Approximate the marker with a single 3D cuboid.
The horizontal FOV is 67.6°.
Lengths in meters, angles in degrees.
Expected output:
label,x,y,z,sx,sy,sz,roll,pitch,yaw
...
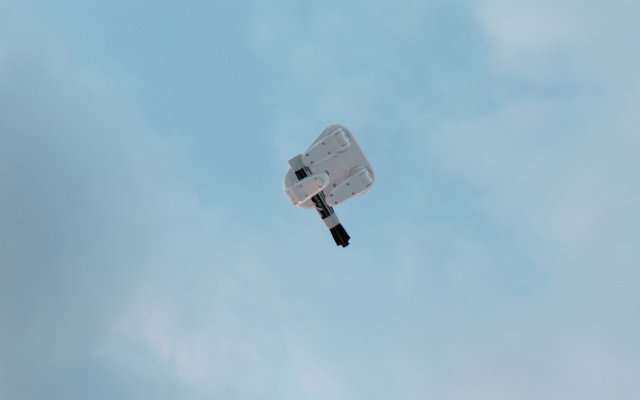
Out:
label,x,y,z,sx,sy,sz,roll,pitch,yaw
marker,0.000,0.002,0.558,0.020,0.121,0.020,-30,5,3
